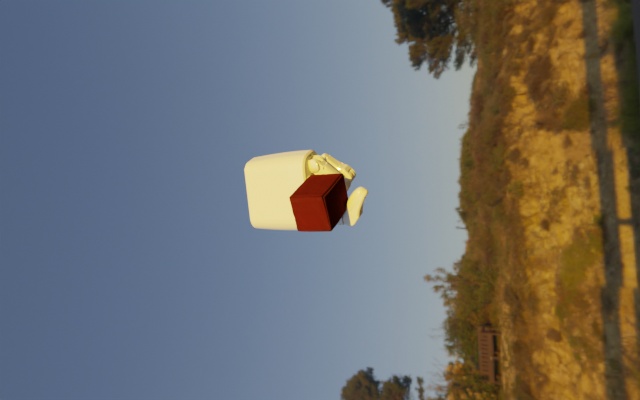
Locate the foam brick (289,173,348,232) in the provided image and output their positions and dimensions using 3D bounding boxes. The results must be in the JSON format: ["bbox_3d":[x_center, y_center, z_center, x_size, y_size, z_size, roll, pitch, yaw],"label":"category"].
[{"bbox_3d":[0.000,0.002,0.650,0.051,0.053,0.078,-1,25,24],"label":"foam brick"}]
